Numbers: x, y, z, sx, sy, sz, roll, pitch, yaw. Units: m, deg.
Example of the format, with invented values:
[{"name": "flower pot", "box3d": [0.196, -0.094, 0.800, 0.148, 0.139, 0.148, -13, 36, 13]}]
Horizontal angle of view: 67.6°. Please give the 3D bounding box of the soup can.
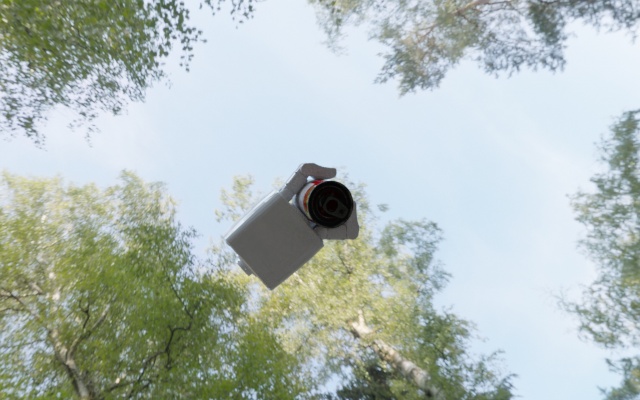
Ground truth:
[{"name": "soup can", "box3d": [0.000, 0.002, 0.715, 0.068, 0.068, 0.102, 0, 4, -17]}]
